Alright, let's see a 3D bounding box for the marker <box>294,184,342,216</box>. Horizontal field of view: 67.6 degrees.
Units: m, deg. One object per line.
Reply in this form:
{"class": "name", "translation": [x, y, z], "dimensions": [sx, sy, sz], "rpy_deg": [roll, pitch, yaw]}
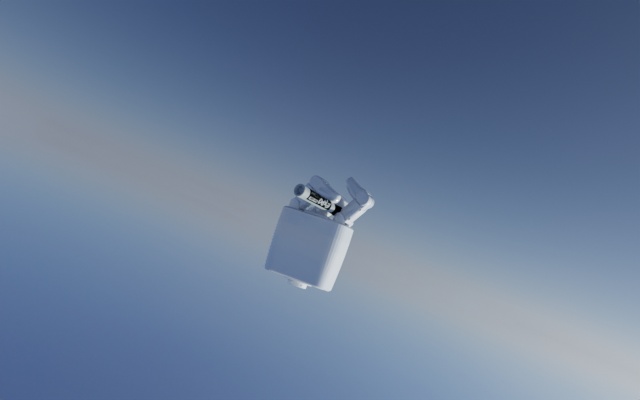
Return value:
{"class": "marker", "translation": [0.000, 0.002, 0.715], "dimensions": [0.020, 0.020, 0.121], "rpy_deg": [0, -16, 31]}
